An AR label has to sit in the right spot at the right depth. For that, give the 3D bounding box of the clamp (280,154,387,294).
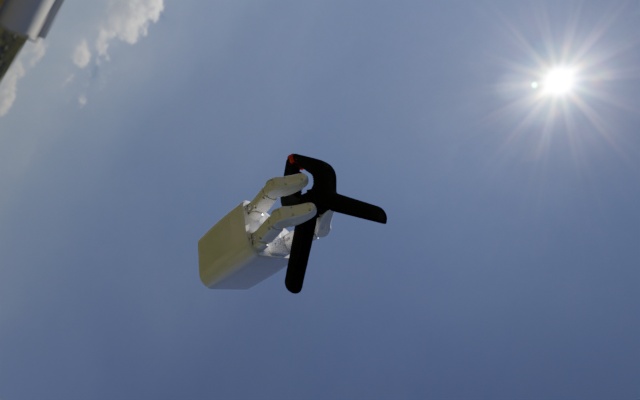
[{"bbox_3d":[0.000,0.002,0.656,0.164,0.209,0.036,-35,-43,22],"label":"clamp"}]
